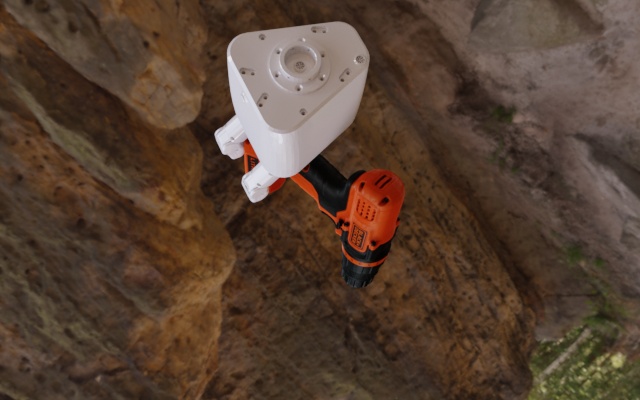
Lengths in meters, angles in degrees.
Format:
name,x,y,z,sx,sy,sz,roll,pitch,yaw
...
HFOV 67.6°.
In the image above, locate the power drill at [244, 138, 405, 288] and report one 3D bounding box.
name,x,y,z,sx,sy,sz,roll,pitch,yaw
power drill,0.000,0.001,0.532,0.187,0.185,0.057,35,55,20
